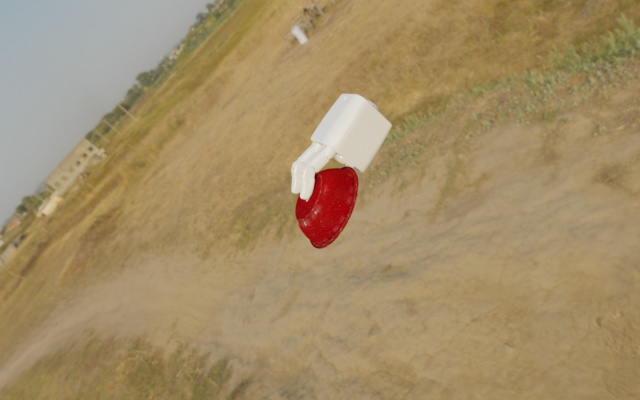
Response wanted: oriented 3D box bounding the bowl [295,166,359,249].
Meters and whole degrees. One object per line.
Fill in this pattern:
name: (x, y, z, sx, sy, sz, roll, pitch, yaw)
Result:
bowl: (-0.001, 0.004, 0.862, 0.055, 0.162, 0.162, 23, -10, -24)
